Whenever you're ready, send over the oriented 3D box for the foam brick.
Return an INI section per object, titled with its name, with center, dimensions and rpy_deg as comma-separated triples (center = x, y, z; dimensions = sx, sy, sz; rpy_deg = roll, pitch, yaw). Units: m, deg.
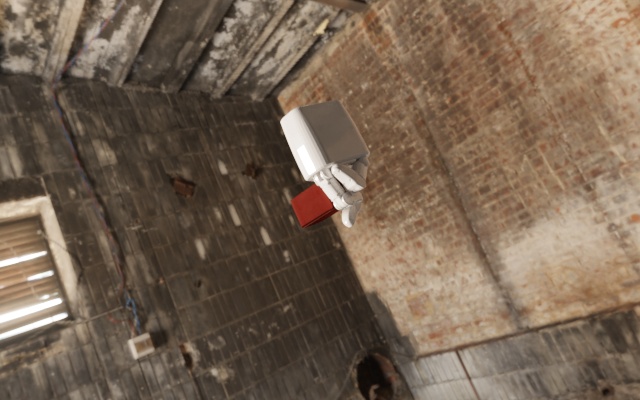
[foam brick]
center = 0.000, 0.003, 0.781
dimensions = 0.078, 0.051, 0.053
rpy_deg = -33, -10, 37
